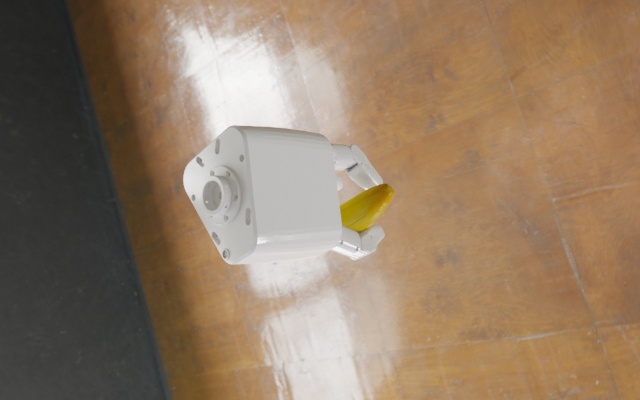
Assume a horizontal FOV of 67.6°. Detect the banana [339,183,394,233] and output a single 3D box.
[{"bbox_3d":[-0.003,0.020,0.537,0.198,0.069,0.037,-3,-7,44],"label":"banana"}]
